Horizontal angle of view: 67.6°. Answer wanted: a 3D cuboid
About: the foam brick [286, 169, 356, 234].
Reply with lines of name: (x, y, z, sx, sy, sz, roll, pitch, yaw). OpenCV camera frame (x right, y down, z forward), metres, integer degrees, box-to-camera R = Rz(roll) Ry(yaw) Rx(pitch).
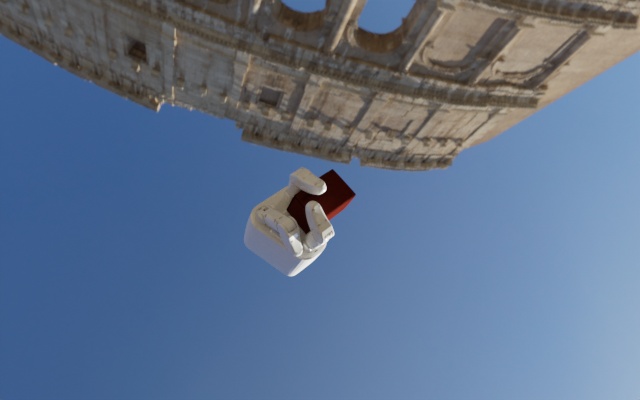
foam brick: (0.000, 0.002, 0.685, 0.078, 0.053, 0.051, -35, -11, -27)
